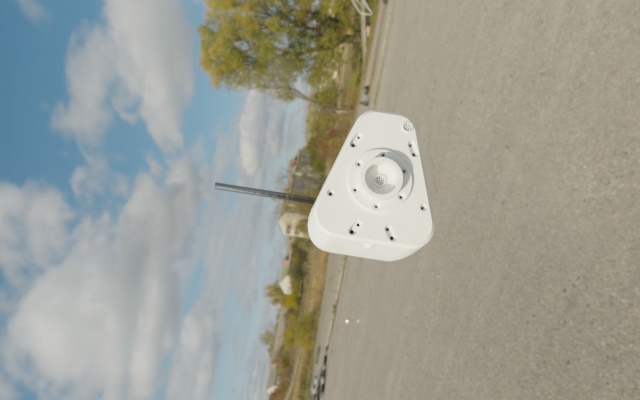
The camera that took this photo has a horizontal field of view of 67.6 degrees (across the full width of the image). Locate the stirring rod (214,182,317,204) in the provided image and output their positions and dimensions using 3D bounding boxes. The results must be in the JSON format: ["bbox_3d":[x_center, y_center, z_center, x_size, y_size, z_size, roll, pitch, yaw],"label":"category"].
[{"bbox_3d":[0.000,0.002,0.538,0.239,0.011,0.011,9,0,0],"label":"stirring rod"}]
